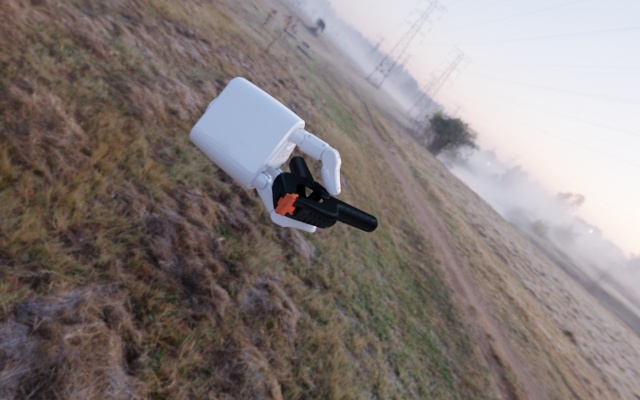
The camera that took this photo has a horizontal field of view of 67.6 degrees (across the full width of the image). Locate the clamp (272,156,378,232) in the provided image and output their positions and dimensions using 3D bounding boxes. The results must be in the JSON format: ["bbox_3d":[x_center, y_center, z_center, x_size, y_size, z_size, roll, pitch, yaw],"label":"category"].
[{"bbox_3d":[0.000,0.001,0.631,0.164,0.036,0.210,37,15,5],"label":"clamp"}]
